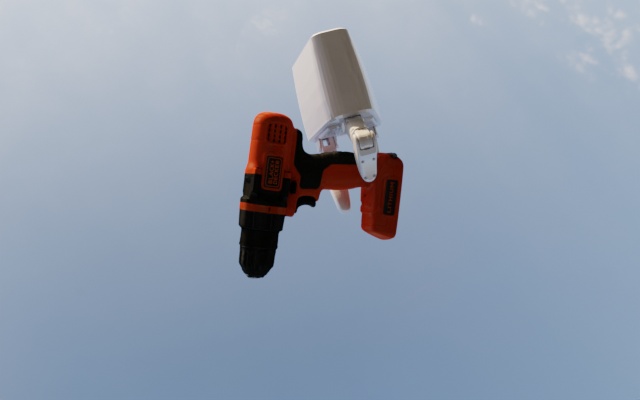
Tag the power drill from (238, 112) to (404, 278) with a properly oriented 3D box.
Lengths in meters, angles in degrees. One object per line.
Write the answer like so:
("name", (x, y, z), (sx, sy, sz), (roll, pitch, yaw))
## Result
("power drill", (0.001, 0.002, 0.554), (0.187, 0.184, 0.057), (7, 2, -24))
